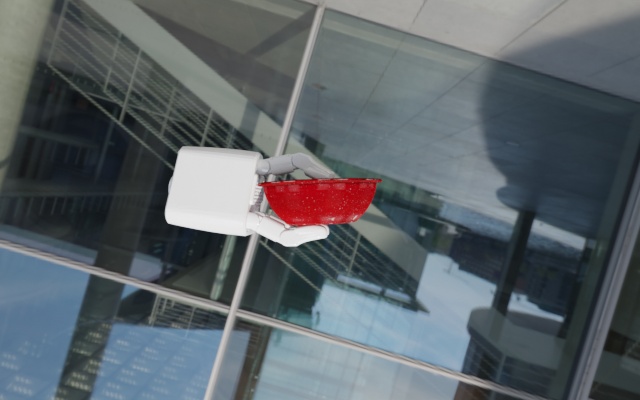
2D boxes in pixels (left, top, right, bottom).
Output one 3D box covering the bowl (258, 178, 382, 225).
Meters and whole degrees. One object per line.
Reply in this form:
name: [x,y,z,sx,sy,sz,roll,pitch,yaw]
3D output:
bowl: [0.001,0.002,0.621,0.162,0.055,0.162,-3,0,0]
